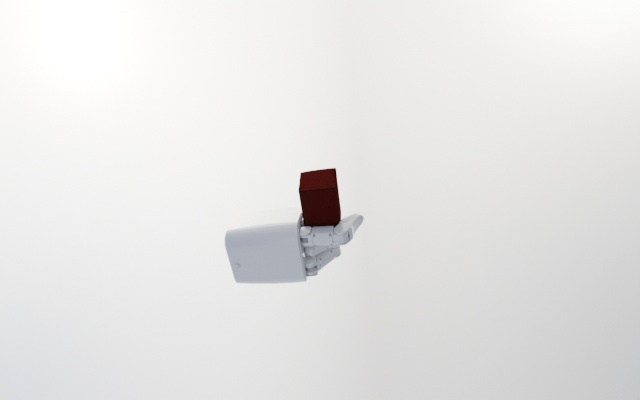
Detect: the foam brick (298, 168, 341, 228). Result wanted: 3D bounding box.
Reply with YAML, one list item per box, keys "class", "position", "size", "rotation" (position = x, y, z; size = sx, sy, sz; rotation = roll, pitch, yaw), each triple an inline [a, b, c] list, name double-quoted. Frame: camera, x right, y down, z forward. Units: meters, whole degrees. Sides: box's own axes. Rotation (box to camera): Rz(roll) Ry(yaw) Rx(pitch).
- class: "foam brick"
  position: [0.000, 0.002, 0.668]
  size: [0.051, 0.078, 0.053]
  rotation: [-4, 33, 6]
